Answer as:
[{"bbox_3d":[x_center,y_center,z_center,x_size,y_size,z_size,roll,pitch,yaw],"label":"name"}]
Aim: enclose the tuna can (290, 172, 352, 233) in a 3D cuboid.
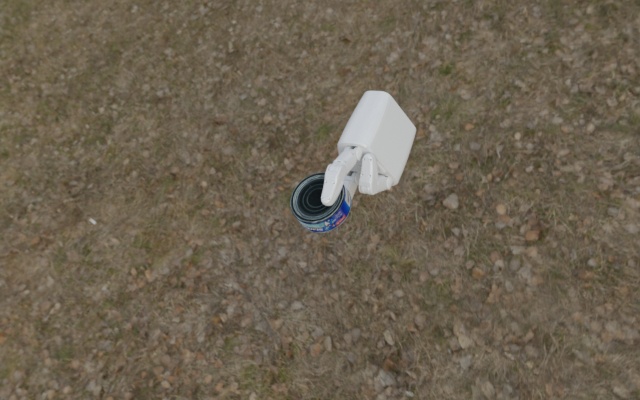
[{"bbox_3d":[0.000,0.002,0.695,0.086,0.086,0.034,0,-28,24],"label":"tuna can"}]
